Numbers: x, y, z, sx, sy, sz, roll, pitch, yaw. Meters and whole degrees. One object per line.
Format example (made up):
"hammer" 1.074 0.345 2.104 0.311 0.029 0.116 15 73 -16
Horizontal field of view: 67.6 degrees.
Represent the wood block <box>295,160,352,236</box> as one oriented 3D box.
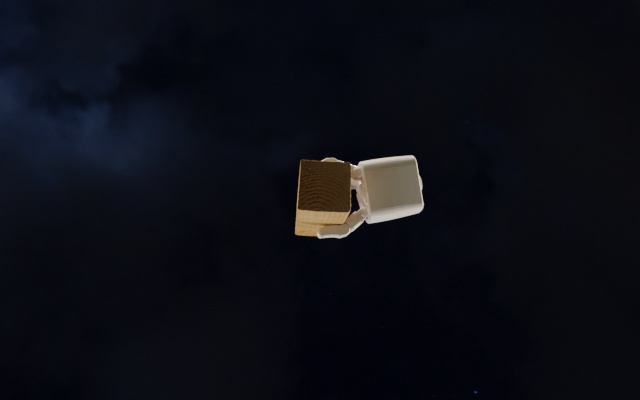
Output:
"wood block" 0.001 0.003 0.897 0.090 0.090 0.206 3 -16 -3
